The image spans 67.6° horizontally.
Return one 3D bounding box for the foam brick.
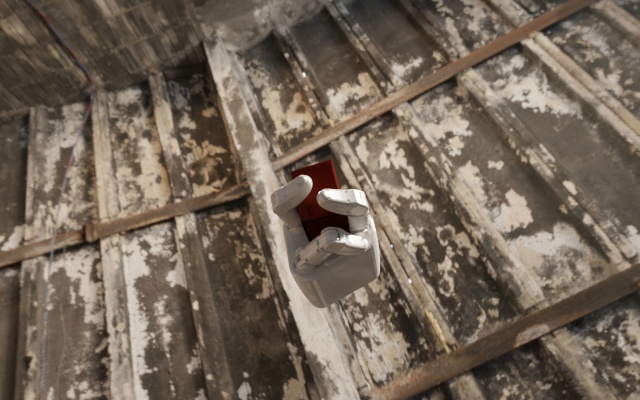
[{"bbox_3d":[0.000,0.002,0.567,0.053,0.078,0.051,-14,-34,3],"label":"foam brick"}]
